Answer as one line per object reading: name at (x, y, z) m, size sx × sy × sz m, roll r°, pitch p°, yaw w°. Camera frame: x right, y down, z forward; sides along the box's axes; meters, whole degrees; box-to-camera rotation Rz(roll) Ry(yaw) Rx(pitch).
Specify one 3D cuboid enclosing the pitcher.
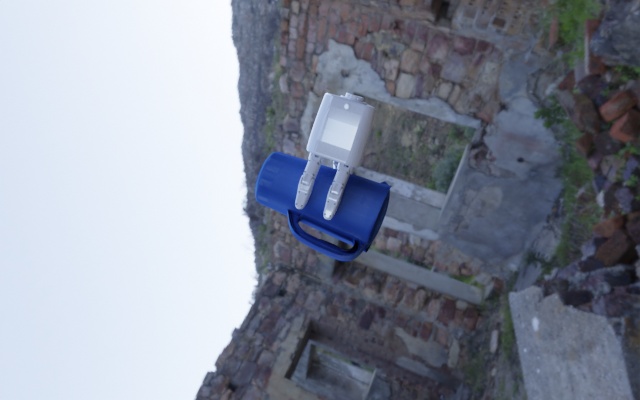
pitcher at (0.000, 0.003, 0.898) m, size 0.243 × 0.145 × 0.149 m, roll 21°, pitch 14°, yaw 11°
